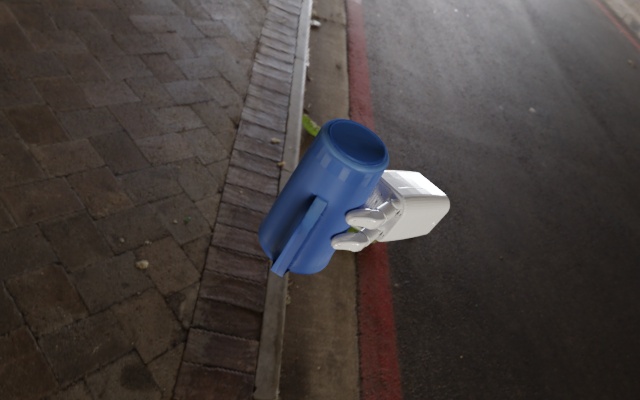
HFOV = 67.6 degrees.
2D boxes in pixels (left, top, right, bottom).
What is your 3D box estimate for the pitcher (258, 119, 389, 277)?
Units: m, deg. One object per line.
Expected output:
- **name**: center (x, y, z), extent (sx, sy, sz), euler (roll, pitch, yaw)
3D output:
- **pitcher**: center (0.000, 0.002, 0.731), extent (0.145, 0.149, 0.243), euler (0, -40, -32)
